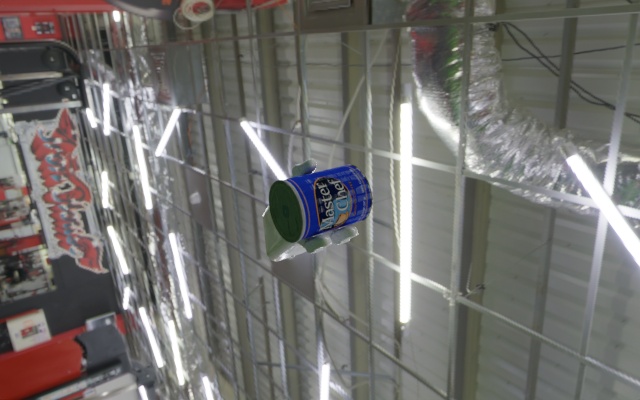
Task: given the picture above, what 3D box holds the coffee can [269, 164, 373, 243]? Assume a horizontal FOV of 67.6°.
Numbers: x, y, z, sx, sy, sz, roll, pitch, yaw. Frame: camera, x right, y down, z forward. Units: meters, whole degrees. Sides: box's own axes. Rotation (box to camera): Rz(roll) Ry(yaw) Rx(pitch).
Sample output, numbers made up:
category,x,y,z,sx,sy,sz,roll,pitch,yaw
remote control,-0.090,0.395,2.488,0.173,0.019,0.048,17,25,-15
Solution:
category,x,y,z,sx,sy,sz,roll,pitch,yaw
coffee can,0.000,0.002,0.791,0.140,0.103,0.103,-15,8,-32
